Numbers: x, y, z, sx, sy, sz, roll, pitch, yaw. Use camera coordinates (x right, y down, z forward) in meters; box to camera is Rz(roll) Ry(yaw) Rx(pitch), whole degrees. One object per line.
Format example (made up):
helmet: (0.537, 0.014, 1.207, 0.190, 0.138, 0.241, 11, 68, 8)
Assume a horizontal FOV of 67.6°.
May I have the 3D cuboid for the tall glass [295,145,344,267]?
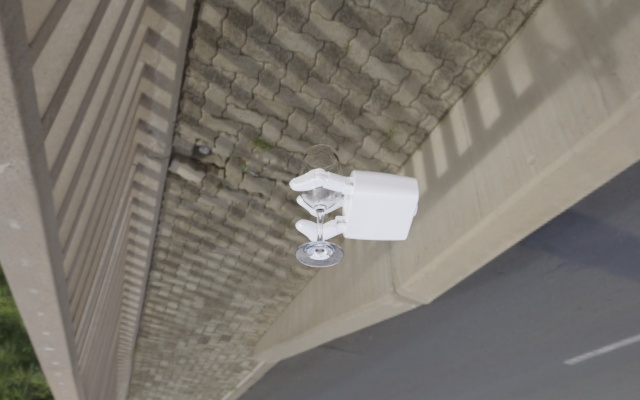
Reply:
tall glass: (0.000, 0.003, 0.778, 0.079, 0.200, 0.079, 0, -36, 0)
